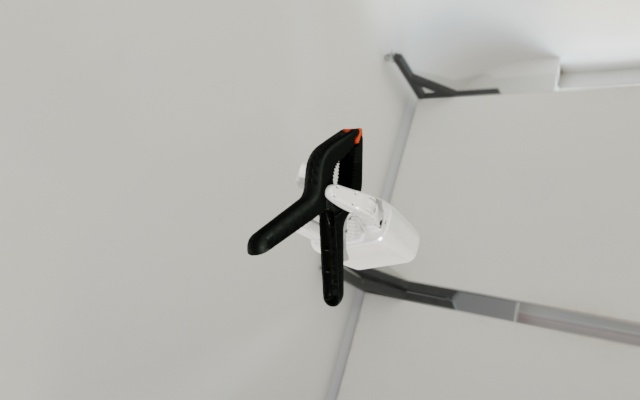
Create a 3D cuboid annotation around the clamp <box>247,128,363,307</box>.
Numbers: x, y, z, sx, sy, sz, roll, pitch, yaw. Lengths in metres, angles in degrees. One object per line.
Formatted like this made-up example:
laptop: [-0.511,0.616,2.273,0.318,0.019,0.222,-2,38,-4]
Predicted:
clamp: [0.001,0.001,0.543,0.036,0.210,0.165,4,-19,37]
